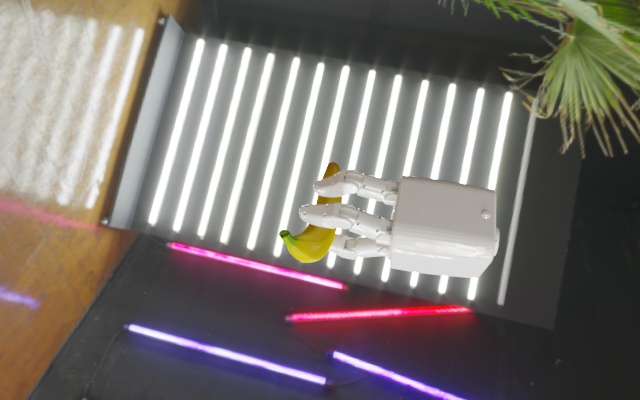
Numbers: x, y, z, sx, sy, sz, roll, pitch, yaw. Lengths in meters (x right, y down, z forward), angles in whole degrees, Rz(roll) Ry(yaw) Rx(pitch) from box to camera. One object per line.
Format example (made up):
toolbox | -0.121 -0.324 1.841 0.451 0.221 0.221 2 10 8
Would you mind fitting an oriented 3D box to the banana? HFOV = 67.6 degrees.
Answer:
banana | 0.001 0.020 0.587 0.037 0.070 0.197 3 28 16
